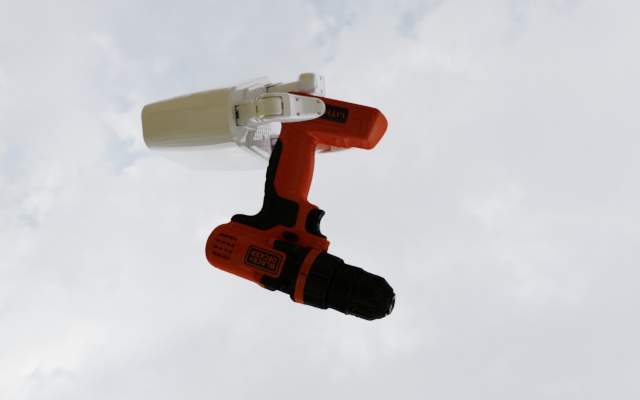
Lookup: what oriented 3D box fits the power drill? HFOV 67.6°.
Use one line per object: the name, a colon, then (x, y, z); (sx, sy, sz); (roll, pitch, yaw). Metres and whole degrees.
power drill: (0.000, 0.001, 0.443); (0.184, 0.187, 0.057); (16, -10, 16)
